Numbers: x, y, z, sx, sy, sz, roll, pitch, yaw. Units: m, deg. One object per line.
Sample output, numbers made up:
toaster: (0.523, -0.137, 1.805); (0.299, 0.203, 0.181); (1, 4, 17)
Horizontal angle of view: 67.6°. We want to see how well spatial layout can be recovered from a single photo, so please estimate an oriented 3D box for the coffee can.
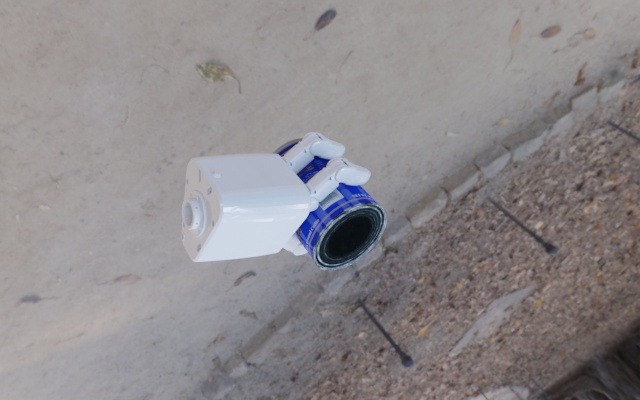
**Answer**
coffee can: (0.000, 0.002, 0.596); (0.103, 0.103, 0.140); (0, 37, -41)
